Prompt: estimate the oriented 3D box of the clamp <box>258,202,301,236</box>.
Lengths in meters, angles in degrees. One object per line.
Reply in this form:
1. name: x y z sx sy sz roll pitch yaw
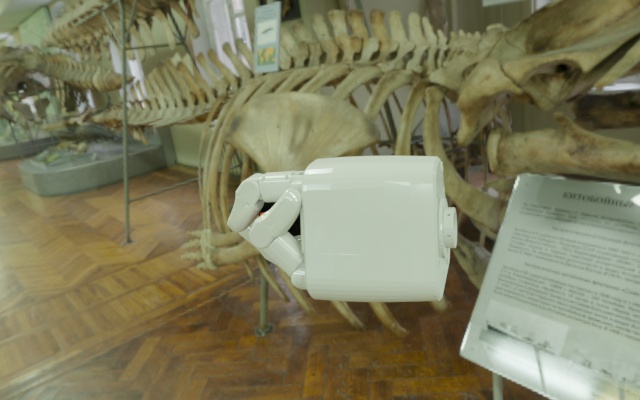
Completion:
1. clamp: 0.000 0.001 0.493 0.120 0.039 0.171 -2 19 21
